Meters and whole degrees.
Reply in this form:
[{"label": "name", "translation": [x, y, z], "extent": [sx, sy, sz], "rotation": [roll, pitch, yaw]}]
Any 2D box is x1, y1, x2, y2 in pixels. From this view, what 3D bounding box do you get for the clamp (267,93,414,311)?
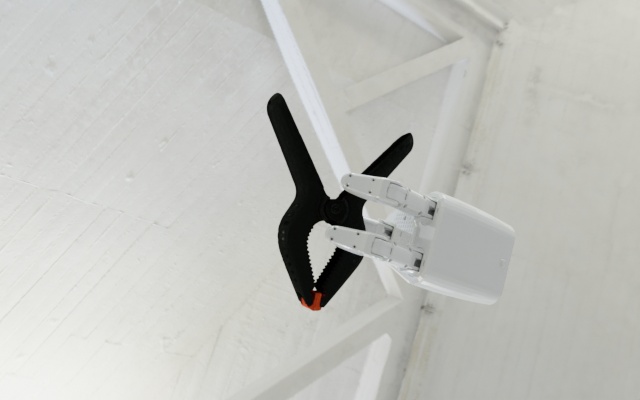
[{"label": "clamp", "translation": [0.000, 0.002, 0.483], "extent": [0.164, 0.210, 0.036], "rotation": [20, -9, -18]}]
